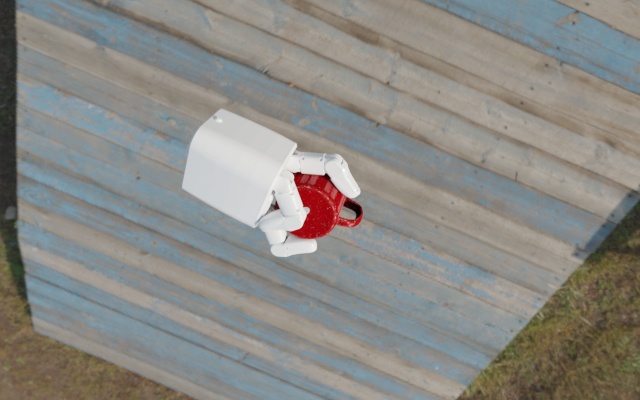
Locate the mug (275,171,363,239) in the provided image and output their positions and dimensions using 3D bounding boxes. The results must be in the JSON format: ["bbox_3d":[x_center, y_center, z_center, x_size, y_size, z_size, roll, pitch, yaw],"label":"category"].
[{"bbox_3d":[0.001,0.003,0.623,0.117,0.093,0.081,26,32,-2],"label":"mug"}]
